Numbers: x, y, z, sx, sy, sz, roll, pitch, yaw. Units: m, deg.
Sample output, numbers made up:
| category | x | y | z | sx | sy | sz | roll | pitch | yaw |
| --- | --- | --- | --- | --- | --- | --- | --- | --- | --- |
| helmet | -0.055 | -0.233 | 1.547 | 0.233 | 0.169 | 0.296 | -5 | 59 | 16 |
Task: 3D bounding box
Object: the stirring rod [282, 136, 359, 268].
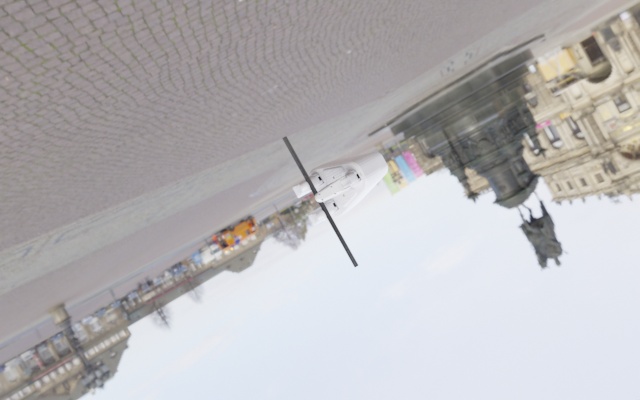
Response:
| category | x | y | z | sx | sy | sz | roll | pitch | yaw |
| --- | --- | --- | --- | --- | --- | --- | --- | --- | --- |
| stirring rod | 0.000 | 0.002 | 0.777 | 0.011 | 0.239 | 0.011 | -29 | 1 | 1 |
